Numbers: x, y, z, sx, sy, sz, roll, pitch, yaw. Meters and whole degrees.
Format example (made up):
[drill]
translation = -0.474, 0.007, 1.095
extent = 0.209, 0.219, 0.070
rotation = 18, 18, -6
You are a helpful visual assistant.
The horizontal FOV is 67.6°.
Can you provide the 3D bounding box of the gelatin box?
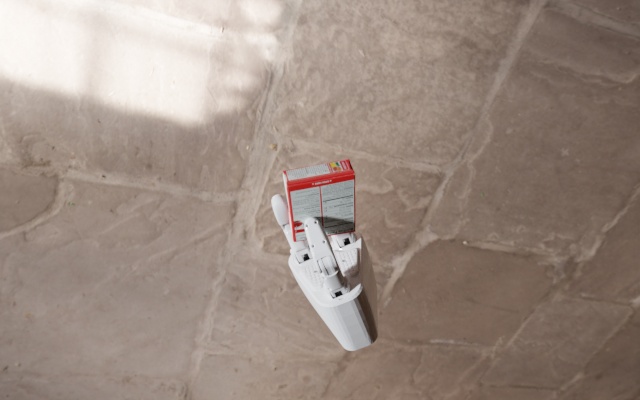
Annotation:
[gelatin box]
translation = 0.000, 0.002, 0.524
extent = 0.073, 0.089, 0.030
rotation = -11, 43, -7
